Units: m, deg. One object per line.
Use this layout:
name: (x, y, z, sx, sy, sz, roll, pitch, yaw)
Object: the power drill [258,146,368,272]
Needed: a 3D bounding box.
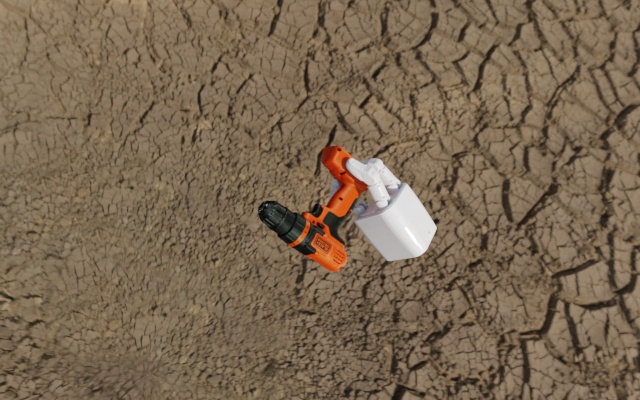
power drill: (0.001, 0.002, 0.811, 0.184, 0.187, 0.057, 39, -21, -29)
